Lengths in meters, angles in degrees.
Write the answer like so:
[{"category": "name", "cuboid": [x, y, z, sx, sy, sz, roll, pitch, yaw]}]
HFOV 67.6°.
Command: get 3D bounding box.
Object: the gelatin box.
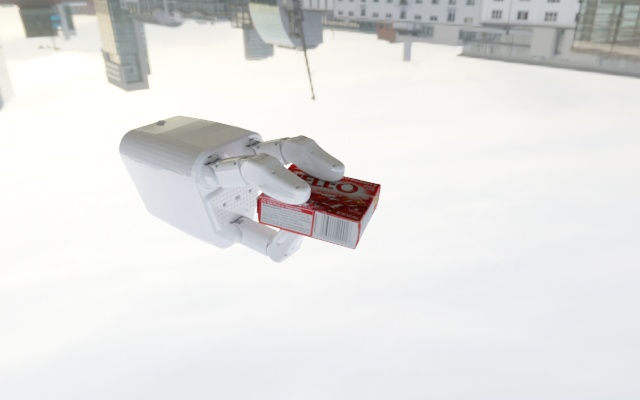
[{"category": "gelatin box", "cuboid": [0.000, 0.002, 0.410, 0.089, 0.030, 0.073, 15, 30, 14]}]
